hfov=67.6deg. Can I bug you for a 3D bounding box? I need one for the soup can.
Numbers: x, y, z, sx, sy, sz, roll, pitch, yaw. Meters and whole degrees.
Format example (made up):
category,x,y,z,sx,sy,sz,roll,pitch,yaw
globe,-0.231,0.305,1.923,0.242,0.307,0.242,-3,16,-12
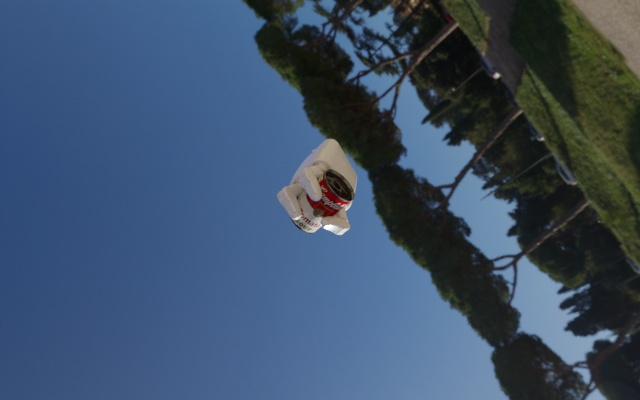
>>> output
category,x,y,z,sx,sy,sz,roll,pitch,yaw
soup can,0.000,0.003,0.832,0.102,0.068,0.068,-41,-23,29
